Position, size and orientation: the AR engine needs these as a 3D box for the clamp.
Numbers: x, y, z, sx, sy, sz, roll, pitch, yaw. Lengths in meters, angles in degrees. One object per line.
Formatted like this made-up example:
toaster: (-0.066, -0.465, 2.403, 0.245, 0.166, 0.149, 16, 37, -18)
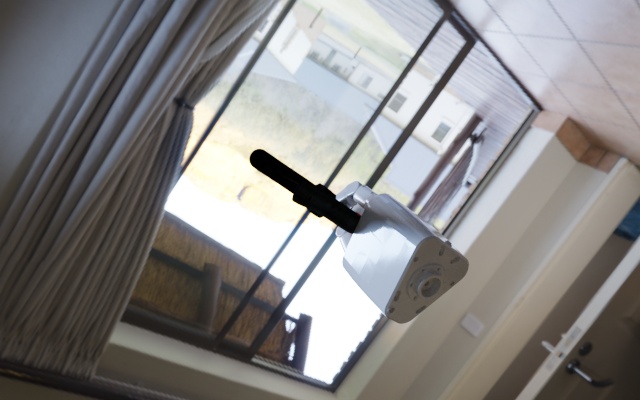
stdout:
clamp: (0.000, 0.002, 0.565, 0.171, 0.039, 0.120, 31, 11, -33)
